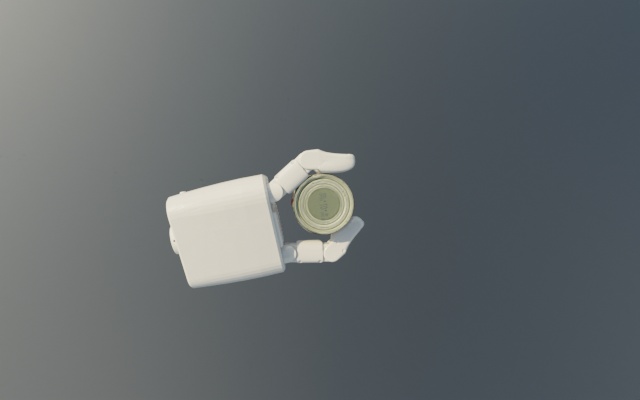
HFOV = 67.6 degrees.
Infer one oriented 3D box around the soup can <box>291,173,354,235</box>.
[{"bbox_3d":[0.001,0.002,0.557,0.068,0.068,0.102,0,2,-4],"label":"soup can"}]
